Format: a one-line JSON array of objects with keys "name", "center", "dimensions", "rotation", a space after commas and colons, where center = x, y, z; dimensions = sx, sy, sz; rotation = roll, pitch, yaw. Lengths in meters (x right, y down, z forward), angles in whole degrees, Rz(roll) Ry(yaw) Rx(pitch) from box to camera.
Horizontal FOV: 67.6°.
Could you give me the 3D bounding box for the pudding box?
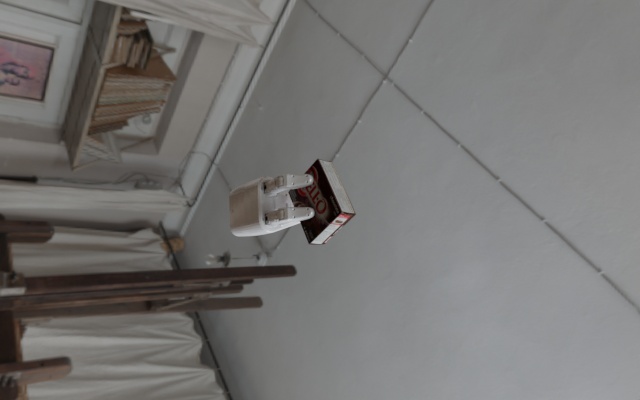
[{"name": "pudding box", "center": [0.000, 0.003, 0.782], "dimensions": [0.039, 0.113, 0.090], "rotation": [4, -40, -42]}]
